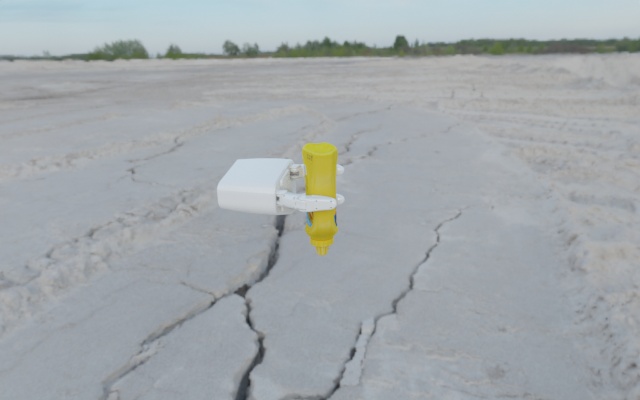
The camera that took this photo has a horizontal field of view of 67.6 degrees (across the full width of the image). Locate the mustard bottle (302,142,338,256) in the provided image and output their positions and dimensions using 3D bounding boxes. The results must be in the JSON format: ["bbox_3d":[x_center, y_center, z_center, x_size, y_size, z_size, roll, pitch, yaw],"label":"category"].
[{"bbox_3d":[0.000,0.002,0.813,0.058,0.192,0.096,-4,17,-8],"label":"mustard bottle"}]
